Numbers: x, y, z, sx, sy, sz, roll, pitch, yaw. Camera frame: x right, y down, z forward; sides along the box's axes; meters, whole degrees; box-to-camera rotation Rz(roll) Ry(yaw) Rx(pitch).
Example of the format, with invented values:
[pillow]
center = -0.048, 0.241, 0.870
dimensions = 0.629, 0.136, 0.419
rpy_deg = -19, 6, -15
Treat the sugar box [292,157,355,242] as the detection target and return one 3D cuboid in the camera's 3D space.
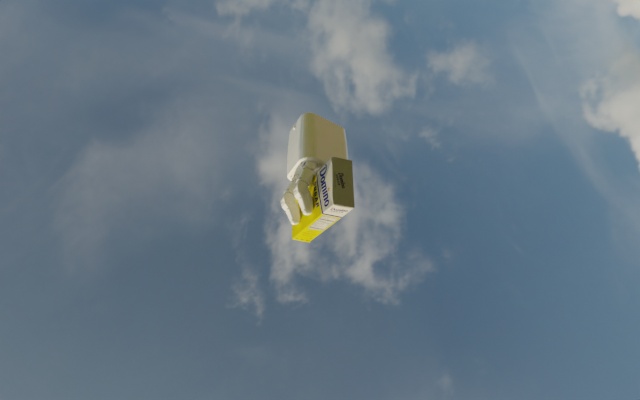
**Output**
[sugar box]
center = 0.000, 0.003, 0.859
dimensions = 0.048, 0.093, 0.176
rpy_deg = 10, -28, -21
